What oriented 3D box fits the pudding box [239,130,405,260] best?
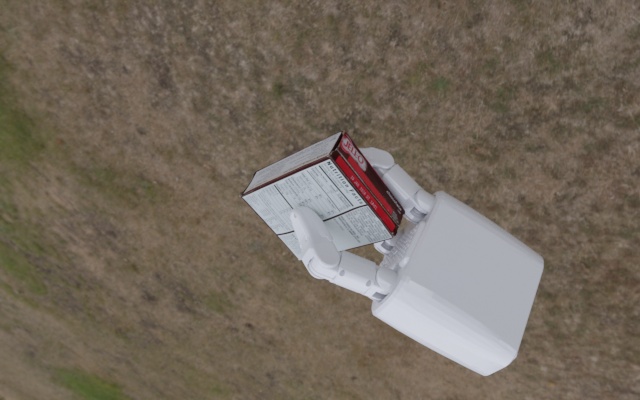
[{"bbox_3d":[0.000,0.001,0.403,0.113,0.090,0.039,-21,28,39],"label":"pudding box"}]
